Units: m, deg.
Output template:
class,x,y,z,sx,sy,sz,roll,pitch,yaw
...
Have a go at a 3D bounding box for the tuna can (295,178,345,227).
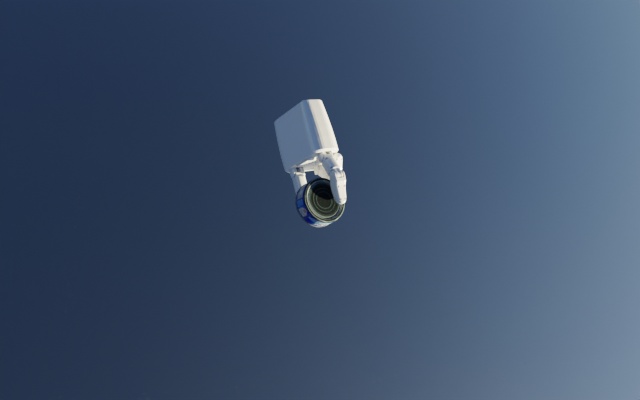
class,x,y,z,sx,sy,sz,roll,pitch,yaw
tuna can,0.000,0.003,0.859,0.086,0.086,0.034,0,-16,-31
